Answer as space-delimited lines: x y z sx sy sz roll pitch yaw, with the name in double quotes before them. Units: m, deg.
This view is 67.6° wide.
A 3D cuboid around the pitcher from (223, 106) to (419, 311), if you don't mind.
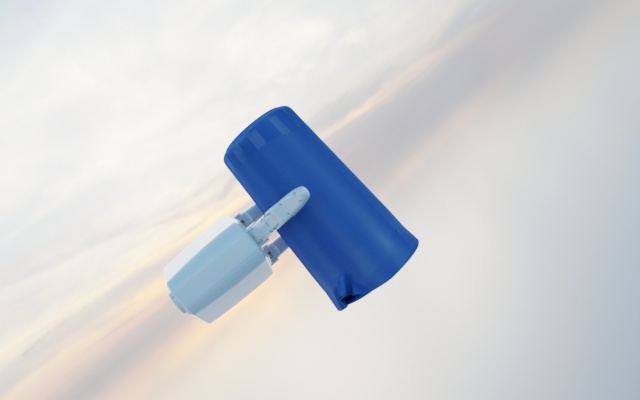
"pitcher" 0.000 0.002 0.600 0.145 0.243 0.149 -41 1 -11
